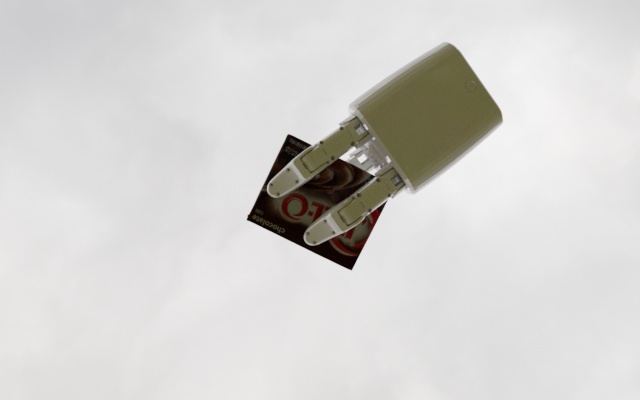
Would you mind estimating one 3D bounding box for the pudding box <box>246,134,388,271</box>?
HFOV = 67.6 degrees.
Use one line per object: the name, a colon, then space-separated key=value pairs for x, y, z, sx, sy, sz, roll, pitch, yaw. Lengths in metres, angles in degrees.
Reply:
pudding box: x=0.000 y=0.001 z=0.455 sx=0.113 sy=0.090 sz=0.039 roll=26 pitch=4 yaw=-2
